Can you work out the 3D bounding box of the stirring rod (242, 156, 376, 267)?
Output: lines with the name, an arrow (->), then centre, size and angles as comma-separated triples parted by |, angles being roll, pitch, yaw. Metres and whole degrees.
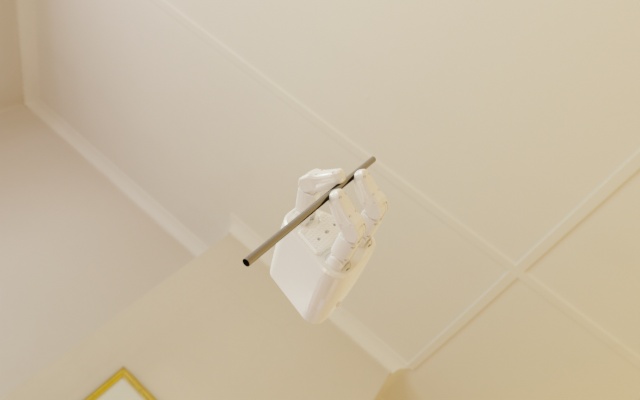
stirring rod -> 0.000, 0.002, 0.501 | 0.011, 0.011, 0.239 | 0, 26, 37
